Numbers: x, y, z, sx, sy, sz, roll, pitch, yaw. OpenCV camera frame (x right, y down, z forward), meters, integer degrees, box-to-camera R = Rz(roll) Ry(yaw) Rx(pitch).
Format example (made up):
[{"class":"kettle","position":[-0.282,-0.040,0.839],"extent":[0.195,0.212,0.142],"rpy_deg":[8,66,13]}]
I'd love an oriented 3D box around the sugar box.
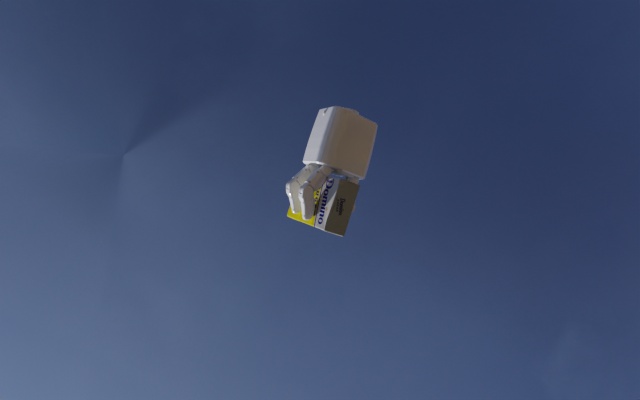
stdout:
[{"class":"sugar box","position":[0.000,0.003,0.863],"extent":[0.048,0.093,0.176],"rpy_deg":[18,-2,-23]}]
